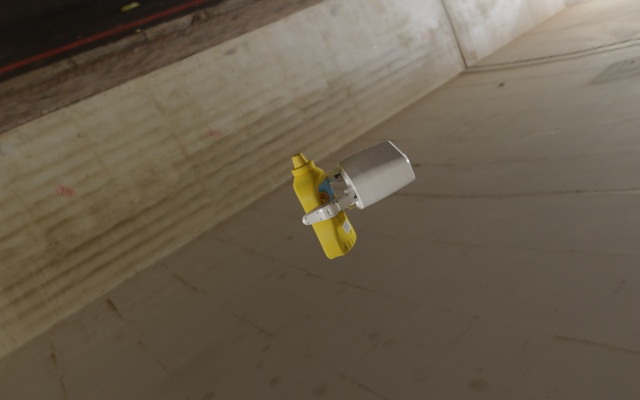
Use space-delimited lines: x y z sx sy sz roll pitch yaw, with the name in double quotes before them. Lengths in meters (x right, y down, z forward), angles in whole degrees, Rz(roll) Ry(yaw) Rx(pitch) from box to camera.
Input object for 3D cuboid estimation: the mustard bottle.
"mustard bottle" 0.000 0.003 0.861 0.058 0.192 0.096 -20 15 23
